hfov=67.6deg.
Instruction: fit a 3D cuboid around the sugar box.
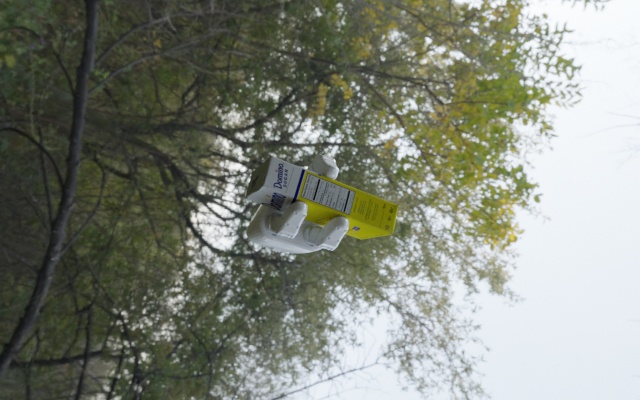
[{"bbox_3d":[0.000,0.003,0.606,0.176,0.048,0.093,18,-15,-18],"label":"sugar box"}]
